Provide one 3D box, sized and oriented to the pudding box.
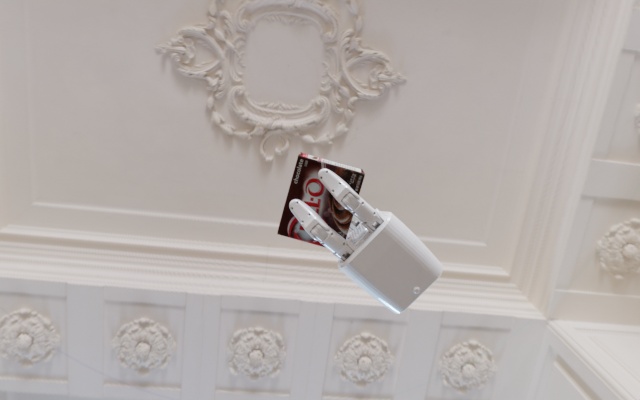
[{"bbox_3d":[0.000,0.002,0.632,0.090,0.113,0.039,15,12,-2],"label":"pudding box"}]
